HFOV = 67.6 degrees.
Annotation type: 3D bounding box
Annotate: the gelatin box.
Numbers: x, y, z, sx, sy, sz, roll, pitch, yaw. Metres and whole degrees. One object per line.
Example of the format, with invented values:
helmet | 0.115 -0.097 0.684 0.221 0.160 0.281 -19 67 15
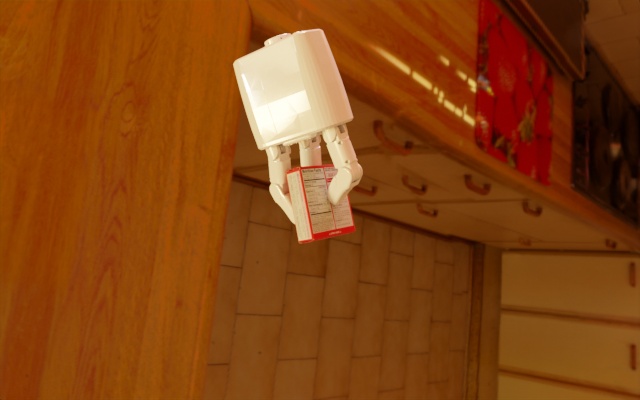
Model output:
gelatin box | 0.000 0.002 0.578 0.073 0.089 0.030 -8 -5 -44
